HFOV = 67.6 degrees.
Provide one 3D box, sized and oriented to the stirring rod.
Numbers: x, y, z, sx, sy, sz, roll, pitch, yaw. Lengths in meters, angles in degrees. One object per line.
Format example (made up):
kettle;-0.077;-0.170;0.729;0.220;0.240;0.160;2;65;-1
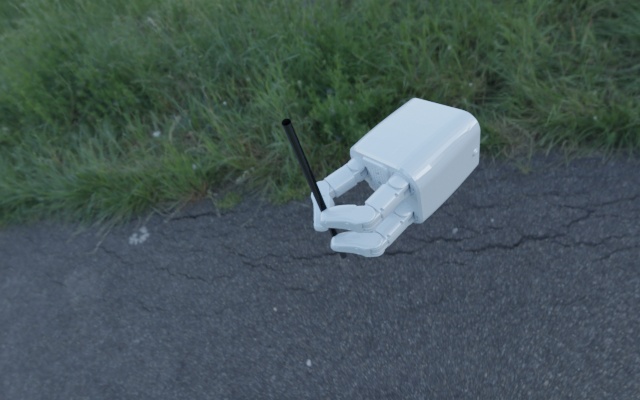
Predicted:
stirring rod;0.000;0.002;0.490;0.011;0.011;0.240;0;-33;16
